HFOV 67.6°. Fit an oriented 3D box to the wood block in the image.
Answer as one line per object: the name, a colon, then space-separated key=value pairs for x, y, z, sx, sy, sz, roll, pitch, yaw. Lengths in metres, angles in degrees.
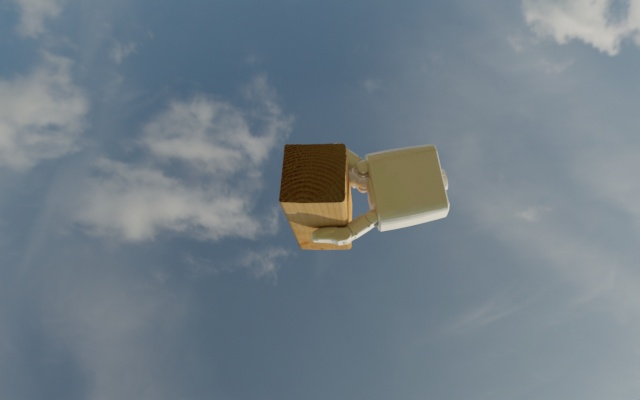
wood block: x=0.001 y=0.003 z=0.738 sx=0.090 sy=0.090 sz=0.206 roll=0 pitch=-24 yaw=6
